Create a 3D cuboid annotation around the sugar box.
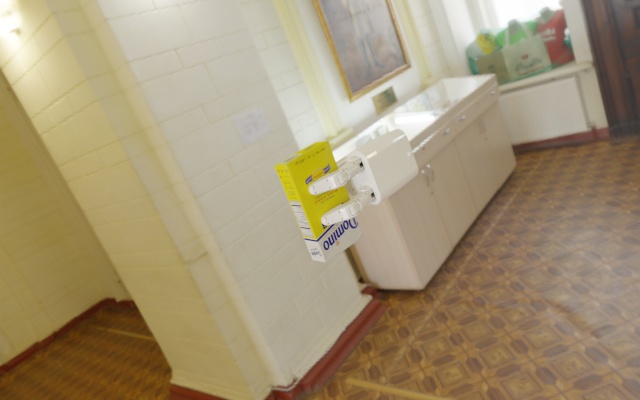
[{"bbox_3d":[0.001,0.002,0.776,0.093,0.176,0.048,-33,18,-30],"label":"sugar box"}]
